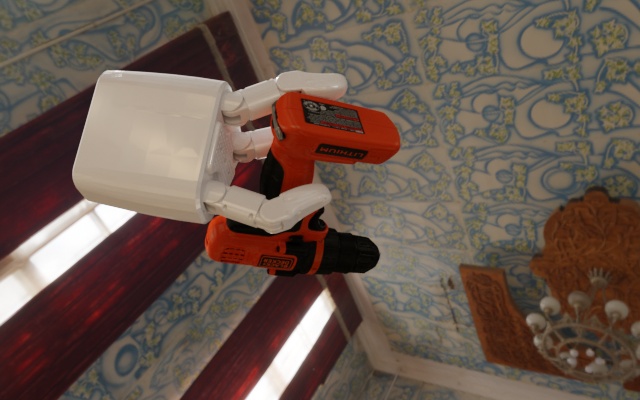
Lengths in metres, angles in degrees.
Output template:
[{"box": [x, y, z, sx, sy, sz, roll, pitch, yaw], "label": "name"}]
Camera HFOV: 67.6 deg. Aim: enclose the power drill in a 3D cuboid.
[{"box": [0.000, 0.001, 0.444, 0.184, 0.188, 0.057, 7, 41, -22], "label": "power drill"}]
